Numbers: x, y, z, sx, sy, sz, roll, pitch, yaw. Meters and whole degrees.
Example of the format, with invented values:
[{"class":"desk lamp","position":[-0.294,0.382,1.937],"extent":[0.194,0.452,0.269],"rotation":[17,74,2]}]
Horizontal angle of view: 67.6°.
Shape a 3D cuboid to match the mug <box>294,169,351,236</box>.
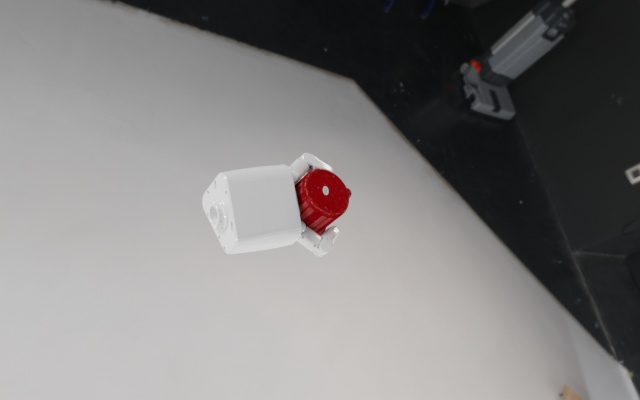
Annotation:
[{"class":"mug","position":[0.001,0.002,0.744],"extent":[0.117,0.093,0.081],"rotation":[-9,-20,-37]}]
